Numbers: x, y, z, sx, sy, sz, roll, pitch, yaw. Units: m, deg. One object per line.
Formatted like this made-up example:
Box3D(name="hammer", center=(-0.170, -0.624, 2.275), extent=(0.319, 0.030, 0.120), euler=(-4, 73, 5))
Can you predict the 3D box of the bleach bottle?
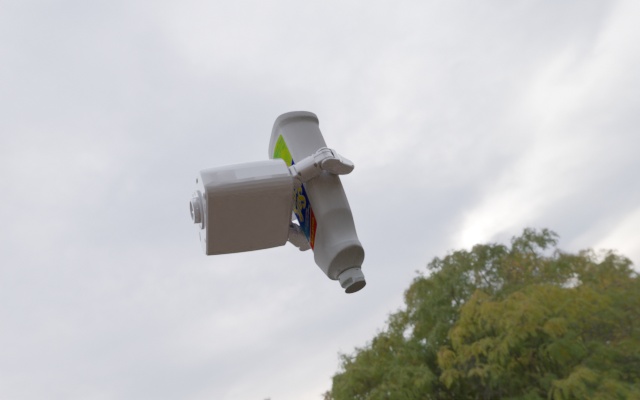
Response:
Box3D(name="bleach bottle", center=(0.000, 0.002, 0.625), extent=(0.068, 0.250, 0.103), euler=(-8, -37, -24))
